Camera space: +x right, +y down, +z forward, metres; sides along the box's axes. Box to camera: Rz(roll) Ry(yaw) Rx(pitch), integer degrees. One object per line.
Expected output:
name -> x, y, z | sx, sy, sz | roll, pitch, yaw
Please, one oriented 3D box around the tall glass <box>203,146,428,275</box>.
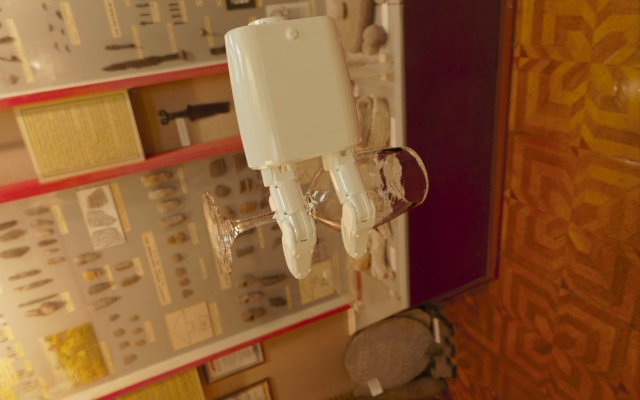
tall glass -> -0.001, 0.002, 0.441 | 0.201, 0.079, 0.079 | -16, 6, -22
